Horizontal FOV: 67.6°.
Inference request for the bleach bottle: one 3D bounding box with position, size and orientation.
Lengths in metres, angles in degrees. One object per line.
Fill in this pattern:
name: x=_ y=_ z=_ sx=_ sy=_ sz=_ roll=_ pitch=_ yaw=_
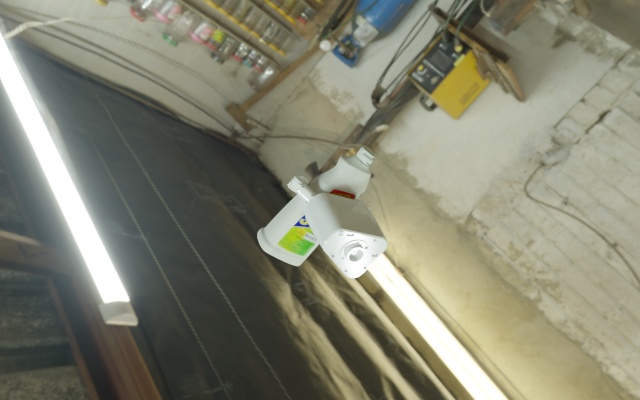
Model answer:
bleach bottle: x=0.000 y=0.003 z=0.866 sx=0.102 sy=0.251 sz=0.068 roll=31 pitch=18 yaw=-33
